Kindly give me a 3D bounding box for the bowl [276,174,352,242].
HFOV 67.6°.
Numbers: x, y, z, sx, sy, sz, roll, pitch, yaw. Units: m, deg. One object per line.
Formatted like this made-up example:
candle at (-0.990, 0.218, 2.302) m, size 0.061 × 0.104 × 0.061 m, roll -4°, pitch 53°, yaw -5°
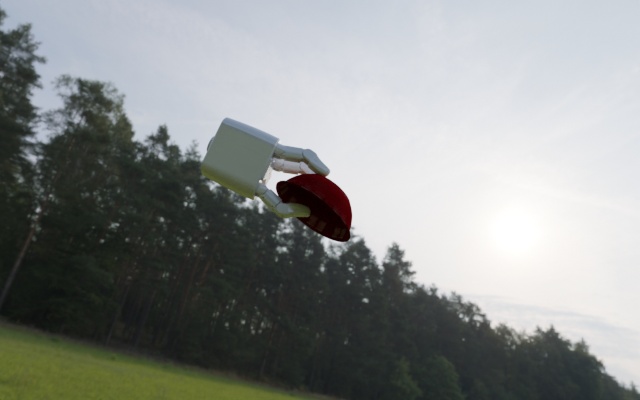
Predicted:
bowl at (0.001, 0.003, 0.847) m, size 0.162 × 0.055 × 0.162 m, roll 33°, pitch -21°, yaw 15°
